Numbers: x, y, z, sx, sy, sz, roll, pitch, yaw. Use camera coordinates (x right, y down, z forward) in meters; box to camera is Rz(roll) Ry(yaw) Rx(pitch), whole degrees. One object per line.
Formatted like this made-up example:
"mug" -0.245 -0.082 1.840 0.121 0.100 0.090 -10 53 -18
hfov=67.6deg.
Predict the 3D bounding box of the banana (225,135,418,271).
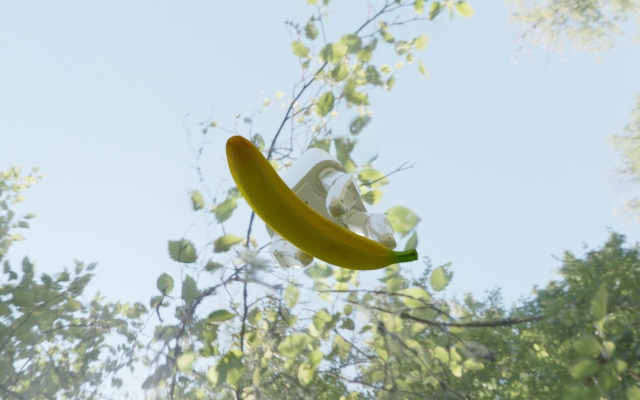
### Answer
"banana" -0.009 0.015 0.418 0.198 0.070 0.037 31 32 -21
